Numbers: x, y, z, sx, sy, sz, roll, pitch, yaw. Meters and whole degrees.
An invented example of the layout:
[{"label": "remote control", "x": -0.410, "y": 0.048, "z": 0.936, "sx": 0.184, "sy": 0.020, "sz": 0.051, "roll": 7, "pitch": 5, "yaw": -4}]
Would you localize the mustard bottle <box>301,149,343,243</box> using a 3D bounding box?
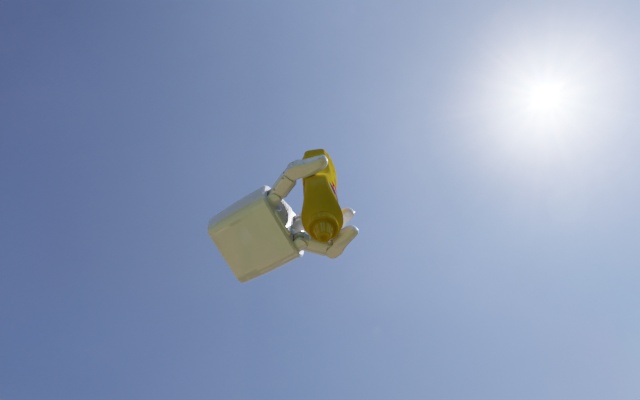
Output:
[{"label": "mustard bottle", "x": 0.000, "y": 0.002, "z": 0.700, "sx": 0.058, "sy": 0.096, "sz": 0.191, "roll": -7, "pitch": 29, "yaw": 2}]
